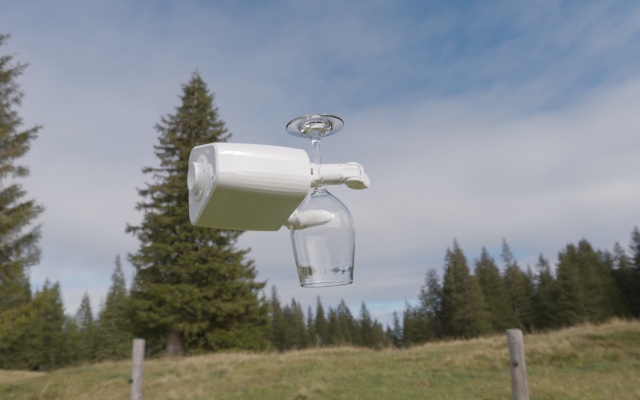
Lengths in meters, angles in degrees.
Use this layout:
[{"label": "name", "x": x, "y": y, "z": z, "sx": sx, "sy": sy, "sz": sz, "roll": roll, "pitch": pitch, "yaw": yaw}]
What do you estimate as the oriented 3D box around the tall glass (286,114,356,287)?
[{"label": "tall glass", "x": 0.000, "y": 0.001, "z": 0.580, "sx": 0.079, "sy": 0.201, "sz": 0.079, "roll": -4, "pitch": -14, "yaw": -1}]
